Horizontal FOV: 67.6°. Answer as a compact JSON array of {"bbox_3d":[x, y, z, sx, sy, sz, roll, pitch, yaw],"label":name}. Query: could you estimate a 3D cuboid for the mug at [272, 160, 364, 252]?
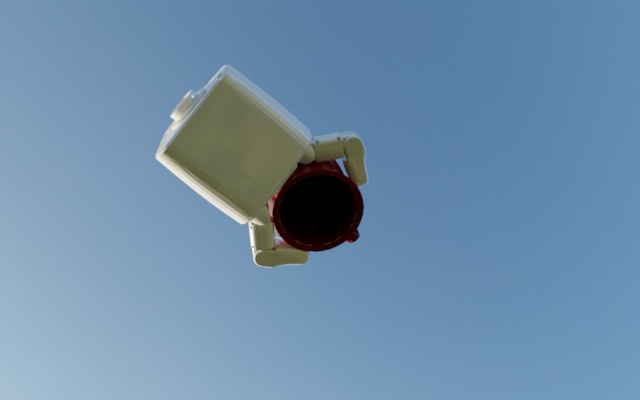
[{"bbox_3d":[0.001,0.002,0.519,0.117,0.093,0.081,40,13,-25],"label":"mug"}]
